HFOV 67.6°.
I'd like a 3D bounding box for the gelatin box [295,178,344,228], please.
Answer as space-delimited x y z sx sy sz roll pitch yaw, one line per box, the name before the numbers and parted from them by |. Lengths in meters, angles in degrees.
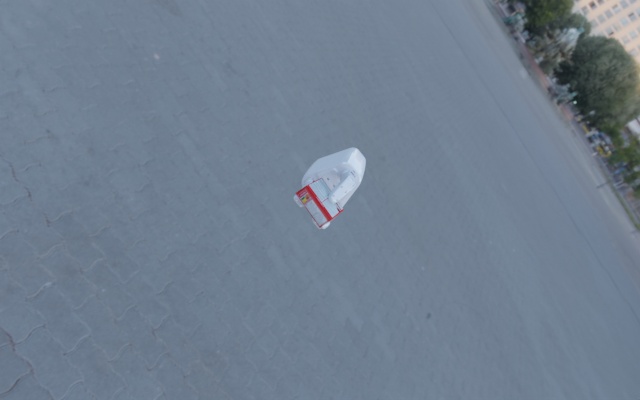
gelatin box | 0.000 0.003 0.839 0.030 0.073 0.089 -35 -1 20
